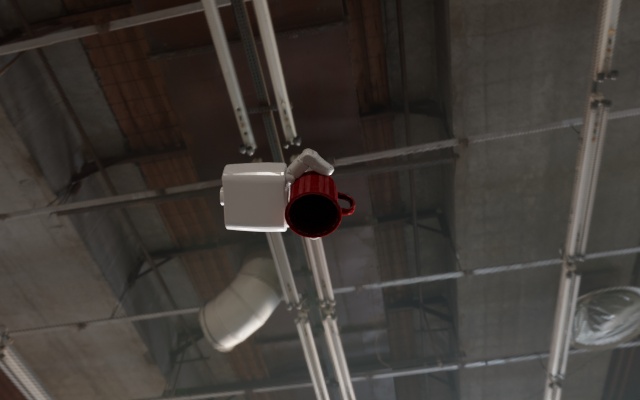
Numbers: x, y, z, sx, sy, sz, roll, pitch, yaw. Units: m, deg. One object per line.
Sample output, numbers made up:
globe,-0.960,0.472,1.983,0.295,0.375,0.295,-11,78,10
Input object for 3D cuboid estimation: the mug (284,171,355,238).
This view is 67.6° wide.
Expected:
mug,0.002,0.002,0.804,0.117,0.093,0.081,1,33,-1
